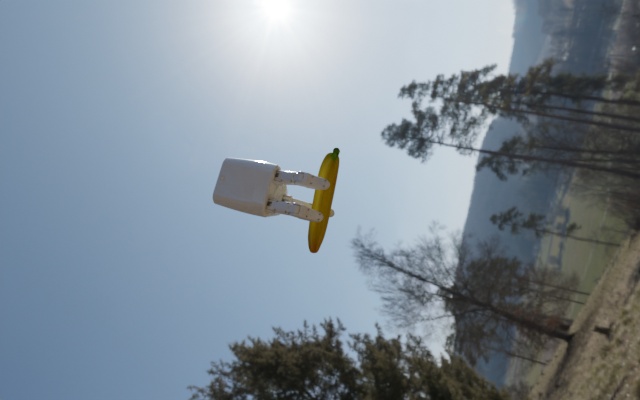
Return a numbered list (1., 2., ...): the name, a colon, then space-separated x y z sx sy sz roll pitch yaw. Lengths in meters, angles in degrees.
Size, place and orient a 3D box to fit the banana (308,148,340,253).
1. banana: 0.004 -0.004 0.878 0.037 0.198 0.069 12 12 7
